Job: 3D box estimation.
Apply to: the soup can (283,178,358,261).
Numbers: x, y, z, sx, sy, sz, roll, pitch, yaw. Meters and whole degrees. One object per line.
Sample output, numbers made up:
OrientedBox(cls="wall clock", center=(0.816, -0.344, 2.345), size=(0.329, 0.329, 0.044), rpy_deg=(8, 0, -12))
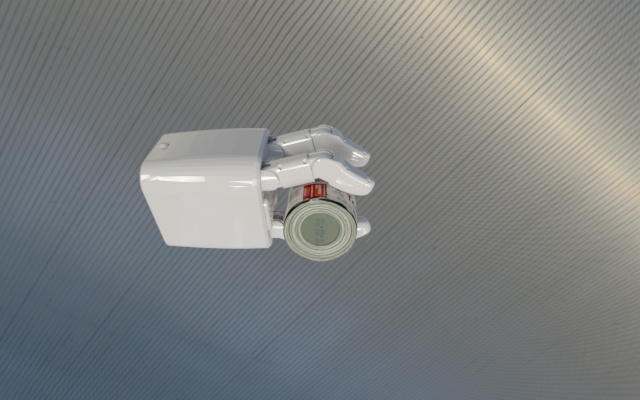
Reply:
OrientedBox(cls="soup can", center=(0.001, 0.002, 0.460), size=(0.068, 0.068, 0.102), rpy_deg=(0, 31, 1))
